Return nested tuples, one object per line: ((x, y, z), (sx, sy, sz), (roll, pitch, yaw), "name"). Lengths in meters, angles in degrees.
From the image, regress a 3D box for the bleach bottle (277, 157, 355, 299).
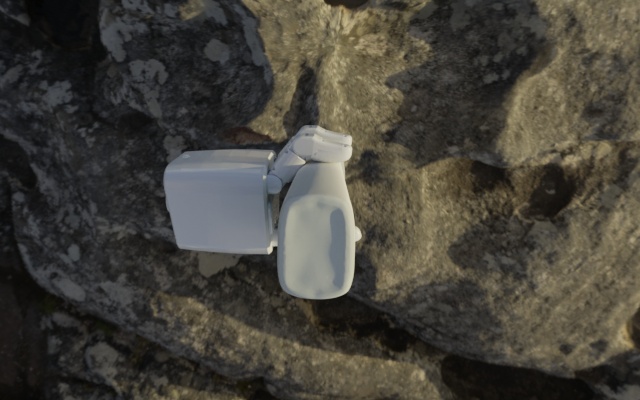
((0.000, 0.002, 0.523), (0.068, 0.102, 0.250), (2, 18, 1), "bleach bottle")
